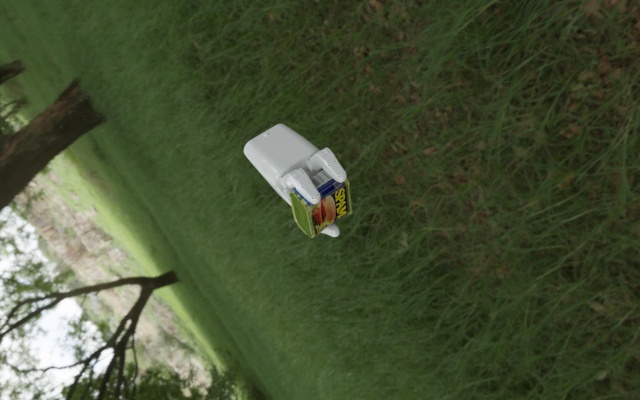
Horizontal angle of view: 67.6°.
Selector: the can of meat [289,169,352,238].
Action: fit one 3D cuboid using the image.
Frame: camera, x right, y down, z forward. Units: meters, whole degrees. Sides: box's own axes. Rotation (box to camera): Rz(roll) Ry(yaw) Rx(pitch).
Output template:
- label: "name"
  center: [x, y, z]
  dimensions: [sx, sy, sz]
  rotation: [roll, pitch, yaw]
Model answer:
- label: "can of meat"
  center: [0.000, 0.003, 0.779]
  dimensions: [0.084, 0.102, 0.057]
  rotation: [-34, 55, -19]
